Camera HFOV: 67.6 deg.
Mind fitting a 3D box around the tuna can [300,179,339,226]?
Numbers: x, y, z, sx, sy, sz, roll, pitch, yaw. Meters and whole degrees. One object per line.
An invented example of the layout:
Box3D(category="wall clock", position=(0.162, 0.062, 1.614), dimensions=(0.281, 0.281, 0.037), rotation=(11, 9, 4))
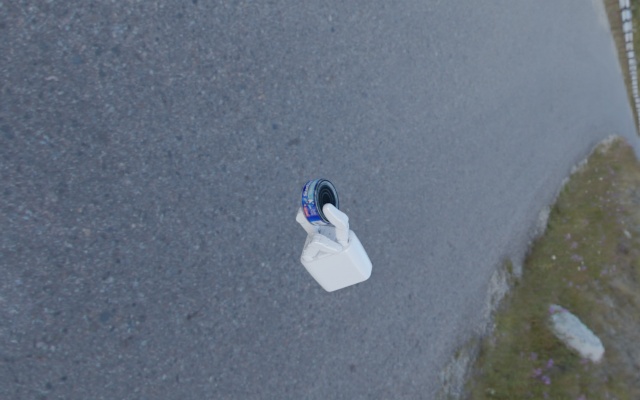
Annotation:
Box3D(category="tuna can", position=(0.001, 0.003, 0.889), dimensions=(0.034, 0.086, 0.086), rotation=(-9, -5, 32))
